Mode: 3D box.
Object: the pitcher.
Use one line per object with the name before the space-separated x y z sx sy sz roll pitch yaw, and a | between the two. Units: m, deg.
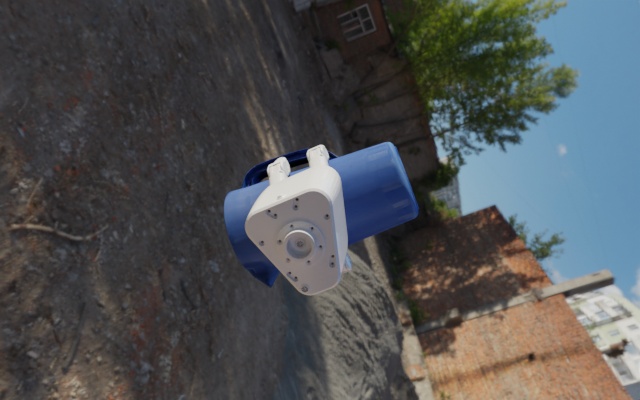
pitcher | 0.000 0.002 0.655 0.243 0.149 0.145 -20 12 10
